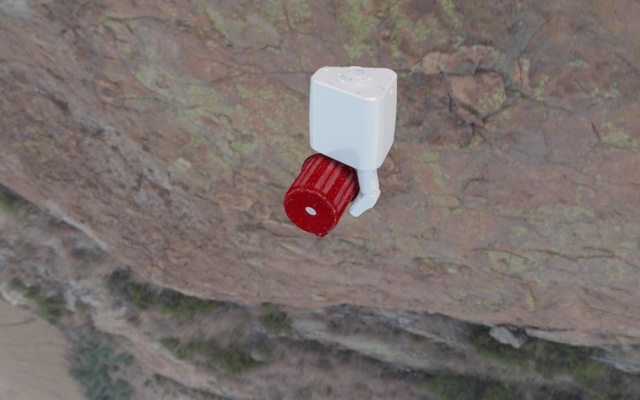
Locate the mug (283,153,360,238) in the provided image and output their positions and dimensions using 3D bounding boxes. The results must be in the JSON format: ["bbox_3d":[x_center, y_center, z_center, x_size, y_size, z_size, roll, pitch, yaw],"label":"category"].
[{"bbox_3d":[0.000,0.003,0.680,0.093,0.117,0.081,12,41,19],"label":"mug"}]
